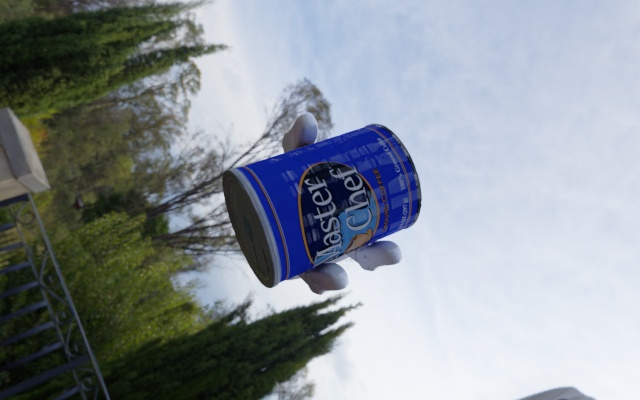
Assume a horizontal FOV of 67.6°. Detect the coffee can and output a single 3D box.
[{"bbox_3d":[0.000,0.001,0.414,0.140,0.103,0.103,-21,8,-22],"label":"coffee can"}]
